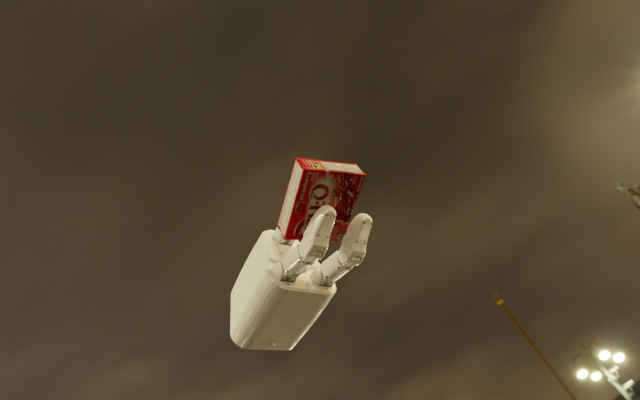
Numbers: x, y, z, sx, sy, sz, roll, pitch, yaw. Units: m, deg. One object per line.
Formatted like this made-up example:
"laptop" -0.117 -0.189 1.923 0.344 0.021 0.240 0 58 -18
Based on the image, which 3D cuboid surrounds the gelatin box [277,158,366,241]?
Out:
"gelatin box" 0.000 0.001 0.515 0.073 0.089 0.030 4 29 -26
